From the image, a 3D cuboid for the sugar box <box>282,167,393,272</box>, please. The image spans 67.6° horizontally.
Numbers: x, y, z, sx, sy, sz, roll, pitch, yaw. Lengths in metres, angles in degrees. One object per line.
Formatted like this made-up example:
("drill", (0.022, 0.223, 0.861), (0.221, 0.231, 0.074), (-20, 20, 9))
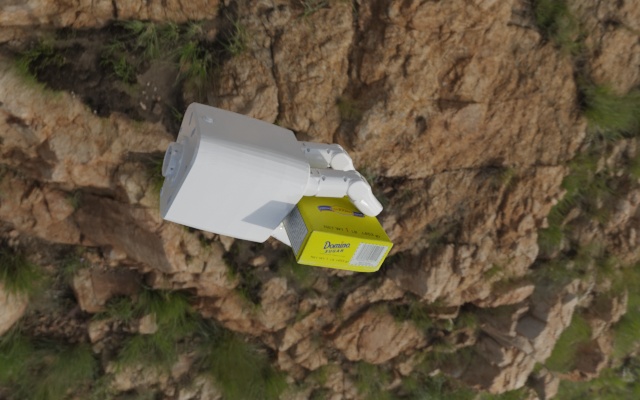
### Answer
("sugar box", (0.000, 0.001, 0.520), (0.093, 0.048, 0.176), (11, 31, -27))
